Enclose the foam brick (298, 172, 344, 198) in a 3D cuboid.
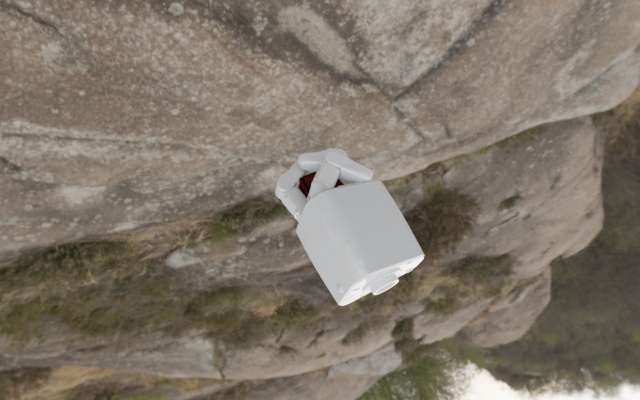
[{"bbox_3d":[0.000,0.002,0.617,0.053,0.051,0.078,-23,-22,-24],"label":"foam brick"}]
